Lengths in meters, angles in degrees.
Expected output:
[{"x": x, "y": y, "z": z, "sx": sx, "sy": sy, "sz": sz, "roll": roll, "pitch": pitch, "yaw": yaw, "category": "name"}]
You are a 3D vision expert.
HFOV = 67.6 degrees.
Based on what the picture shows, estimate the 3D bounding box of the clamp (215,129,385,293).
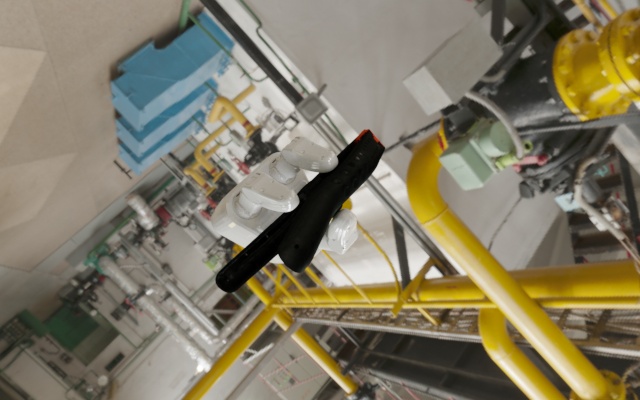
[{"x": 0.001, "y": 0.002, "z": 0.432, "sx": 0.210, "sy": 0.036, "sz": 0.164, "roll": -46, "pitch": 11, "yaw": -24, "category": "clamp"}]
